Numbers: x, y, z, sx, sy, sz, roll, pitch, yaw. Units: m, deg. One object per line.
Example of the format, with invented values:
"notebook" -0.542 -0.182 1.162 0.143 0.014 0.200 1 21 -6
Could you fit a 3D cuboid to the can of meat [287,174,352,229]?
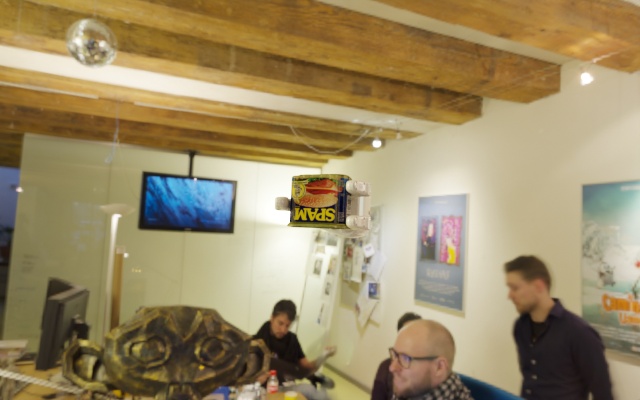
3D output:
"can of meat" 0.000 0.002 0.766 0.102 0.084 0.057 1 -6 22
